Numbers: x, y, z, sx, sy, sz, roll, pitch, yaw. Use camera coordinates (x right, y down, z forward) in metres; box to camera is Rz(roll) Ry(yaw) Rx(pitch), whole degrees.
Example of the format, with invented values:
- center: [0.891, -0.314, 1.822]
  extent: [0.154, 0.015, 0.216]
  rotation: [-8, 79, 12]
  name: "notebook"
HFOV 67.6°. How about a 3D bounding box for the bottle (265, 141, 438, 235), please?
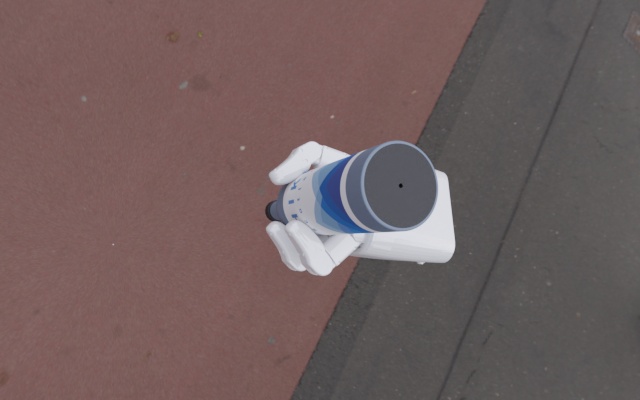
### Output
- center: [0.000, 0.002, 0.479]
  extent: [0.069, 0.069, 0.296]
  rotation: [0, -5, -23]
  name: "bottle"
